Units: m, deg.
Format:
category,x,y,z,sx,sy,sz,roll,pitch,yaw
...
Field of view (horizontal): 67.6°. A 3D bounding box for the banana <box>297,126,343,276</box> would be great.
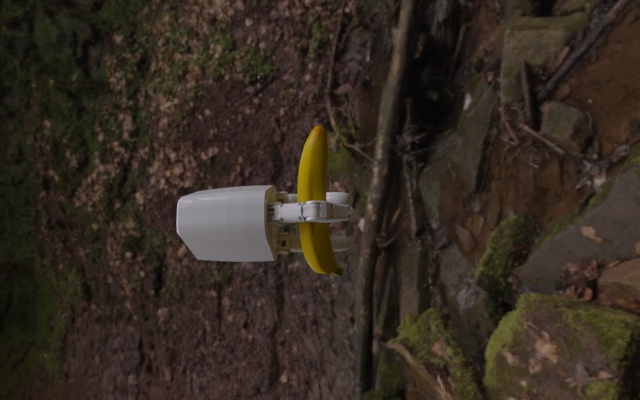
category,x,y,z,sx,sy,sz,roll,pitch,yaw
banana,-0.005,0.009,0.589,0.037,0.198,0.069,-2,11,17
